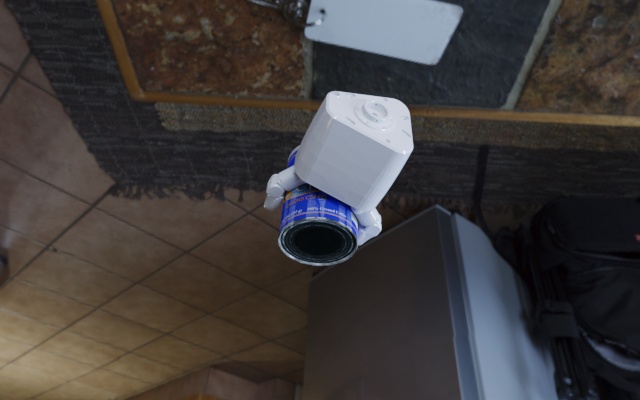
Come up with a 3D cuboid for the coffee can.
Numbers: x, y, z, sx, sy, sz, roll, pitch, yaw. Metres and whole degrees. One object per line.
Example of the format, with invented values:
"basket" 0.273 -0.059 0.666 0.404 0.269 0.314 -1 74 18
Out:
"coffee can" 0.000 0.002 0.650 0.103 0.140 0.103 2 -40 2
